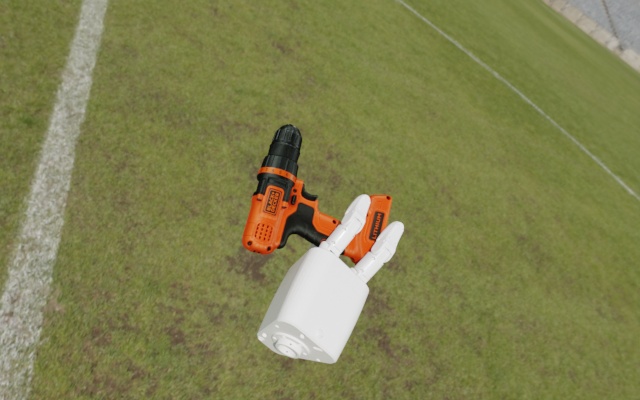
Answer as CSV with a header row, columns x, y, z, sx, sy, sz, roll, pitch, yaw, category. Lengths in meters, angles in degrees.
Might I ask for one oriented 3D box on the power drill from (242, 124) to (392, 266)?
x,y,z,sx,sy,sz,roll,pitch,yaw,category
0.000,0.003,0.659,0.187,0.184,0.057,18,-14,-11,power drill
